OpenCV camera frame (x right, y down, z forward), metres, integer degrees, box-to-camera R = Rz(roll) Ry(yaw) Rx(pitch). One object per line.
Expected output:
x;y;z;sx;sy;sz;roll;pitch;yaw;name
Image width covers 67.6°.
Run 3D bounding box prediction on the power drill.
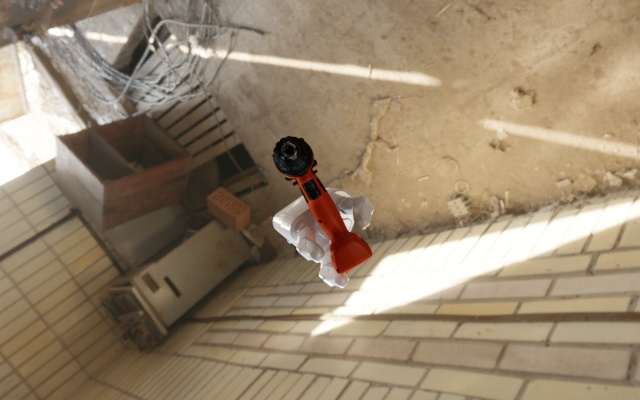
0.000;0.003;0.635;0.057;0.187;0.184;-29;-1;2;power drill
